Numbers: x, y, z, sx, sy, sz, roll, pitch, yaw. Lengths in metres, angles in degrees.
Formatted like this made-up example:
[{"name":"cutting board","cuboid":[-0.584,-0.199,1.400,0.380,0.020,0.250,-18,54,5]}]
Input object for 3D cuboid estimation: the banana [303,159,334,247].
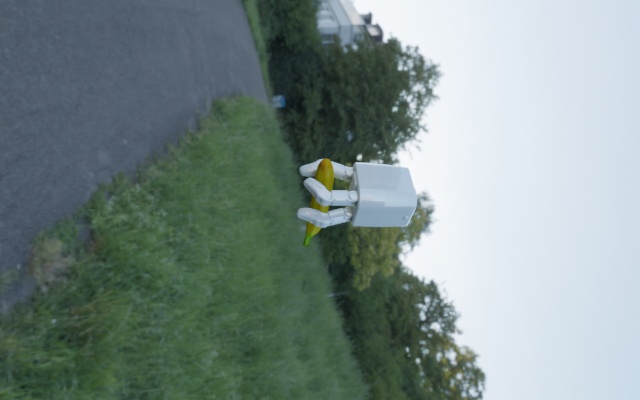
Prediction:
[{"name":"banana","cuboid":[0.001,-0.005,0.907,0.037,0.198,0.069,11,34,-1]}]
